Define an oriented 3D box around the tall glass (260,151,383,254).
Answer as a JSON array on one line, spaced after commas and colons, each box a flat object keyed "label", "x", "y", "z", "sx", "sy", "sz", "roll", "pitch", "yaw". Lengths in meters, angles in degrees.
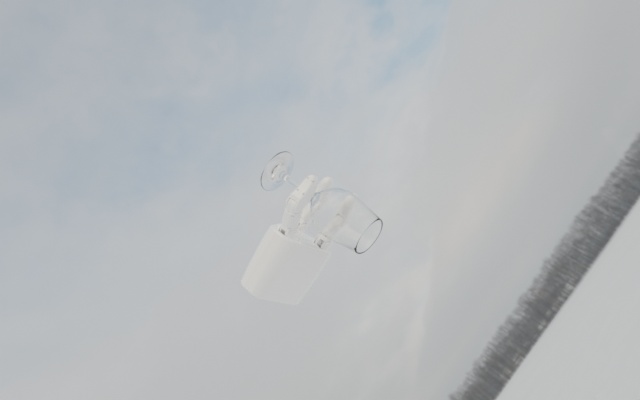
[{"label": "tall glass", "x": 0.000, "y": 0.002, "z": 0.743, "sx": 0.201, "sy": 0.079, "sz": 0.079, "roll": 35, "pitch": 18, "yaw": 28}]
